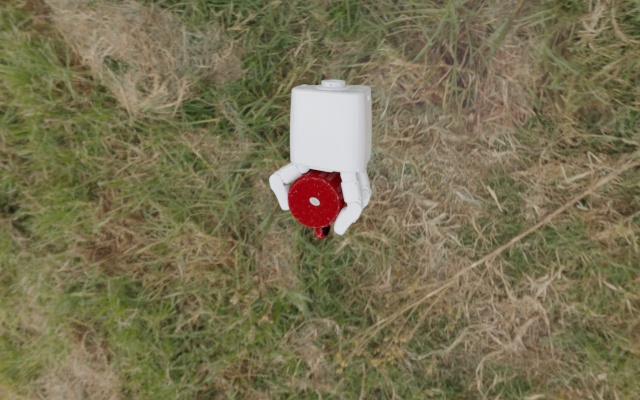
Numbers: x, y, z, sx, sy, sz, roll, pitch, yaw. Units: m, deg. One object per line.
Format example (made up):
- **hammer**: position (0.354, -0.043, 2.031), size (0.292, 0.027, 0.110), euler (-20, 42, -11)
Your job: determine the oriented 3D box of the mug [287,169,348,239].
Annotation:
- **mug**: position (0.000, 0.004, 0.722), size (0.093, 0.117, 0.081), euler (4, 20, 15)
